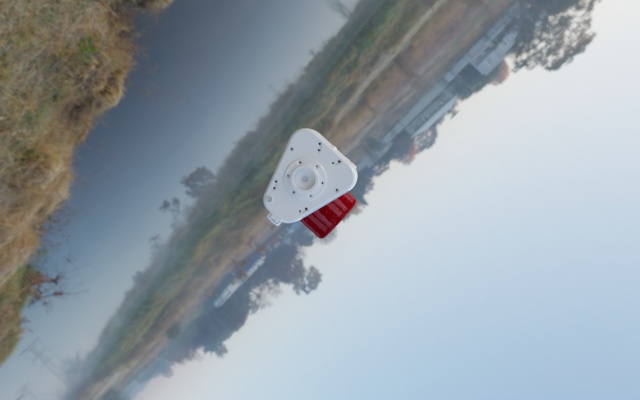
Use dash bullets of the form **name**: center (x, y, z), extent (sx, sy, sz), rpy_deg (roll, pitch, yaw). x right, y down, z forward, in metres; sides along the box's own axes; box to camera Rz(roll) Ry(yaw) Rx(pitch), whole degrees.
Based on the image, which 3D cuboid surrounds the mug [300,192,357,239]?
- **mug**: center (0.000, 0.003, 0.733), extent (0.081, 0.093, 0.117), rpy_deg (43, 5, 0)
